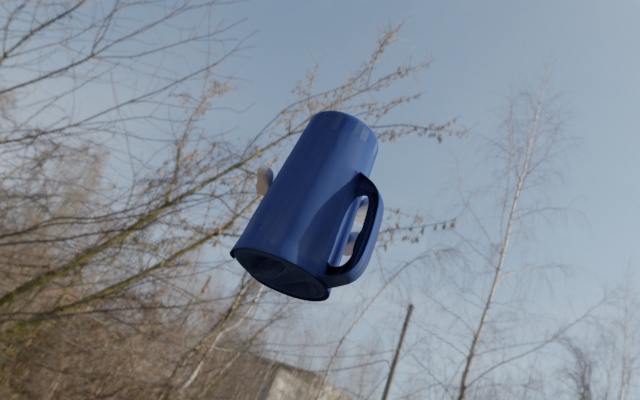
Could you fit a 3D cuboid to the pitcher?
[{"bbox_3d":[0.000,0.002,0.631,0.149,0.242,0.145,27,-27,-6],"label":"pitcher"}]
